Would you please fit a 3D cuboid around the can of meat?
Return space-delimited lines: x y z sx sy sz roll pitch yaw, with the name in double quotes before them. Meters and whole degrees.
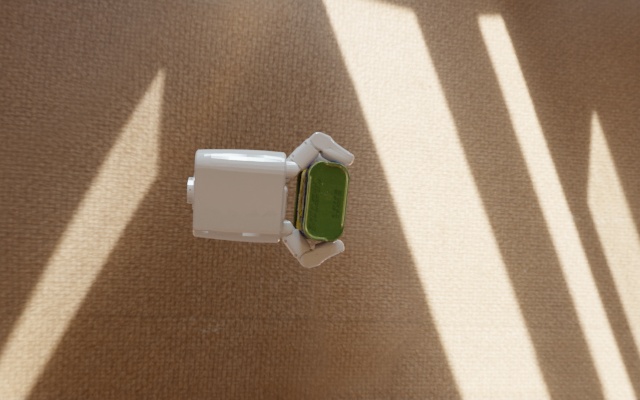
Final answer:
"can of meat" 0.000 0.002 0.608 0.057 0.102 0.084 6 -2 -10
